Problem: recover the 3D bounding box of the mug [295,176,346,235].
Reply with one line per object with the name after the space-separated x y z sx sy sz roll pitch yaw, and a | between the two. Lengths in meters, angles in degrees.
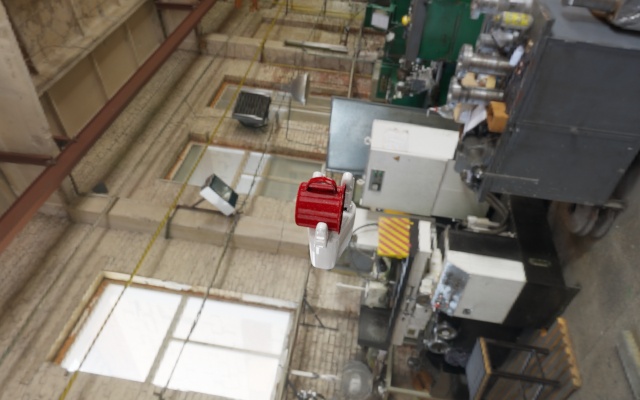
0.000 0.002 0.851 0.081 0.093 0.117 7 -41 5 | mug
